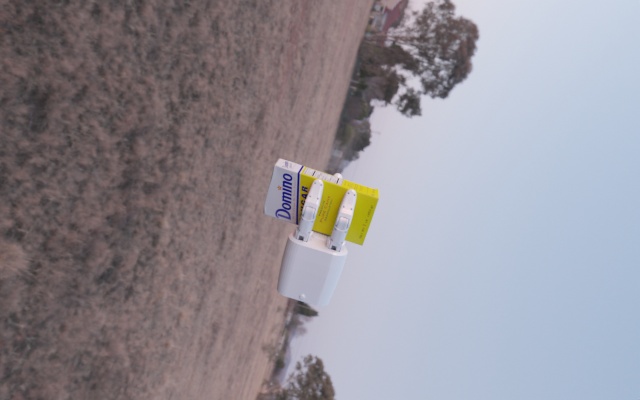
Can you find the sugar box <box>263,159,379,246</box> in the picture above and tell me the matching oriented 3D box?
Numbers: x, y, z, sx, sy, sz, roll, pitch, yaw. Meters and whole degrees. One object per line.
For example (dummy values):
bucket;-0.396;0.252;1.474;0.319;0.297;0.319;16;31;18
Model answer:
sugar box;0.000;0.003;0.787;0.176;0.093;0.048;16;23;0
